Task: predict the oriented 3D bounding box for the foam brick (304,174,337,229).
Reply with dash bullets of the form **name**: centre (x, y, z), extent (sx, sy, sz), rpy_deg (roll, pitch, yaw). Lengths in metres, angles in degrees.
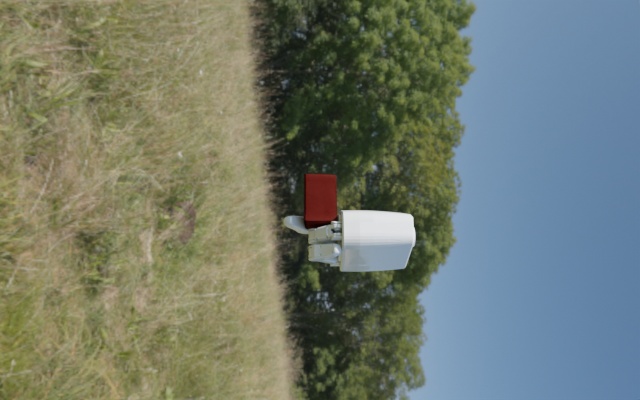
- **foam brick**: centre (0.000, 0.002, 0.754), extent (0.051, 0.078, 0.053), rpy_deg (-1, -16, 1)
